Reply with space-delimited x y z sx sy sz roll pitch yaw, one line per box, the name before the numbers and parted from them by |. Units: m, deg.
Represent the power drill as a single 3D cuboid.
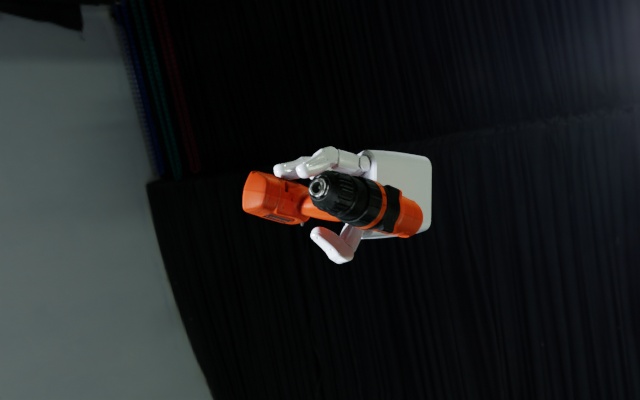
power drill | 0.000 0.002 0.545 0.187 0.057 0.184 7 -9 40
